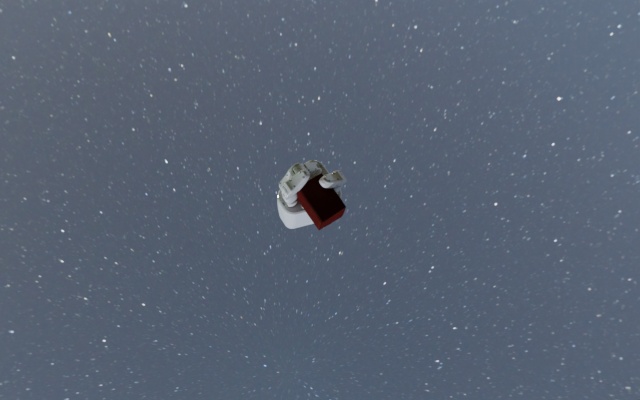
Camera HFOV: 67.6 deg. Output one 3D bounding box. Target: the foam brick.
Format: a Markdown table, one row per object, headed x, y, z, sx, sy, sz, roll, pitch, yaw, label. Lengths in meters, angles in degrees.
| x | y | z | sx | sy | sz | roll | pitch | yaw | label |
| --- | --- | --- | --- | --- | --- | --- | --- | --- | --- |
| 0.000 | 0.003 | 0.833 | 0.053 | 0.078 | 0.051 | -30 | -16 | -16 | foam brick |
